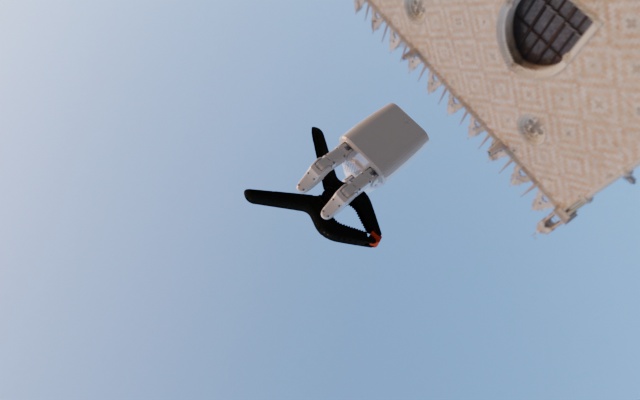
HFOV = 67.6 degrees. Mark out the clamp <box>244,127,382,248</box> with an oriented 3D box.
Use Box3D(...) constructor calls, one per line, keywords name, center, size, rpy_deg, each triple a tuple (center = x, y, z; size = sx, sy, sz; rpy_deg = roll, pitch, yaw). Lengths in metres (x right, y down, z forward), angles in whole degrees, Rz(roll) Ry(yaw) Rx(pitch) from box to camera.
Box3D(name="clamp", center=(0.001, 0.003, 0.721), size=(0.164, 0.210, 0.036), rpy_deg=(-39, -15, -16))
